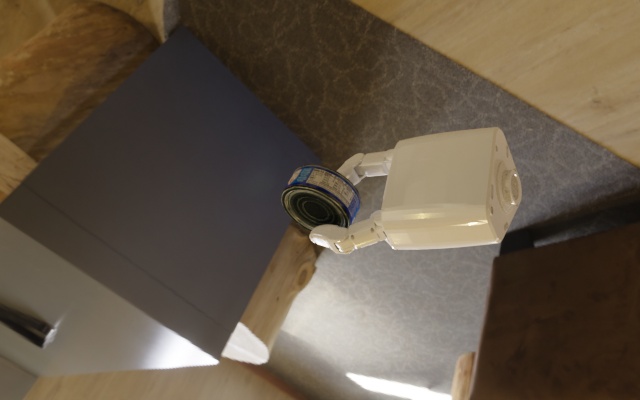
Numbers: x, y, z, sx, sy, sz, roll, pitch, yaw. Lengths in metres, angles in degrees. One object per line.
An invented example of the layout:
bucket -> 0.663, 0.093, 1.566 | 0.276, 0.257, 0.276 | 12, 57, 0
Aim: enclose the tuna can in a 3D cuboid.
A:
tuna can -> 0.000, 0.002, 0.532 | 0.086, 0.033, 0.086 | 20, -34, 14
